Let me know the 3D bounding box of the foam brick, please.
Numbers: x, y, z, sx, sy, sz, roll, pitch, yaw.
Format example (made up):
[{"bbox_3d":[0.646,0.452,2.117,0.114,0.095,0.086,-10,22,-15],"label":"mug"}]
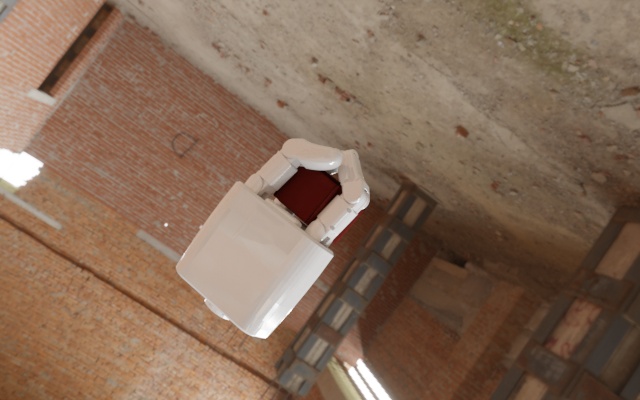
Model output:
[{"bbox_3d":[0.000,0.002,0.491,0.053,0.051,0.078,39,-1,33],"label":"foam brick"}]
